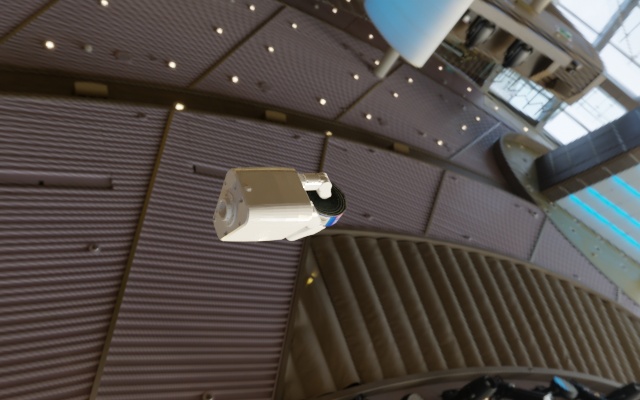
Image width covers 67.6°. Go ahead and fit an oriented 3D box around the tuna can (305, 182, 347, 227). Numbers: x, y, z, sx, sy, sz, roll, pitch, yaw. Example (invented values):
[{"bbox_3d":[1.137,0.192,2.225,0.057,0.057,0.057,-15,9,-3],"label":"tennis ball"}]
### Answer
[{"bbox_3d":[0.000,0.003,0.816,0.086,0.086,0.034,0,-39,-33],"label":"tuna can"}]
